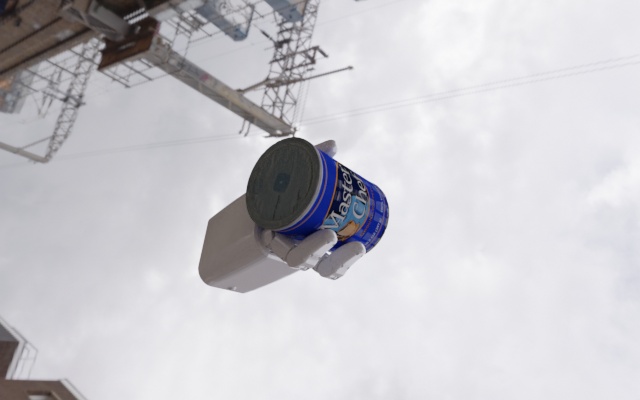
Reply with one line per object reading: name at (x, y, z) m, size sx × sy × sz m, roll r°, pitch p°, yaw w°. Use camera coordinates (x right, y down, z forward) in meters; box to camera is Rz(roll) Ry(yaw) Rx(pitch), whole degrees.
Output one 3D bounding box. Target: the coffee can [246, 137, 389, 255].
coffee can at (0.000, 0.002, 0.547) m, size 0.103 × 0.102 × 0.140 m, roll 0°, pitch -18°, yaw 39°
